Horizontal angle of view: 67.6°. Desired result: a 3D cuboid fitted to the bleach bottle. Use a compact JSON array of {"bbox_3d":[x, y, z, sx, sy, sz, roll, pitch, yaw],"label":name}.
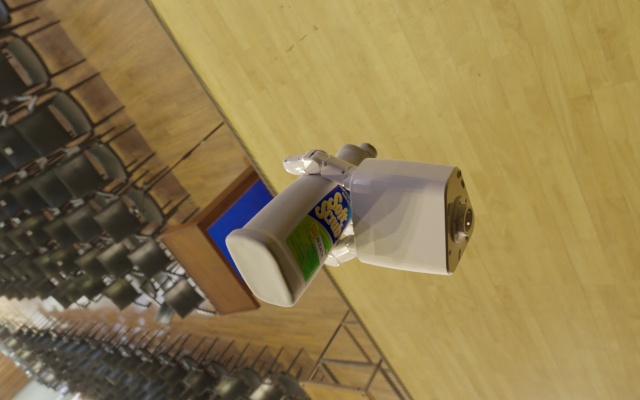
[{"bbox_3d":[0.000,0.002,0.566,0.068,0.103,0.250,6,41,35],"label":"bleach bottle"}]
